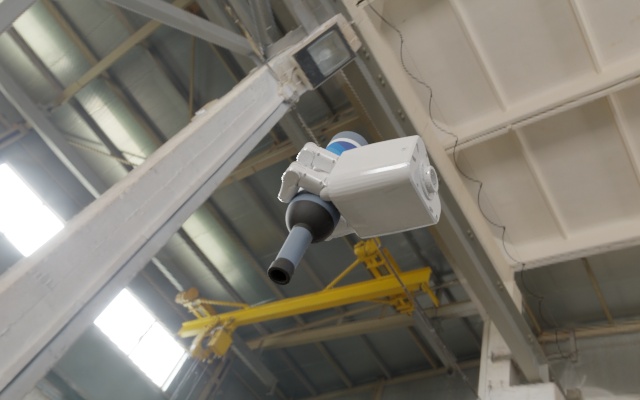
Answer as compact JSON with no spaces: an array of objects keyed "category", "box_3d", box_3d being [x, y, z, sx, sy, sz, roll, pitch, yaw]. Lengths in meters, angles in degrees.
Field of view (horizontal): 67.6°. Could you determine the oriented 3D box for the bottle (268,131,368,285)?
[{"category":"bottle","box_3d":[0.000,0.002,0.640,0.069,0.069,0.295,0,34,22]}]
